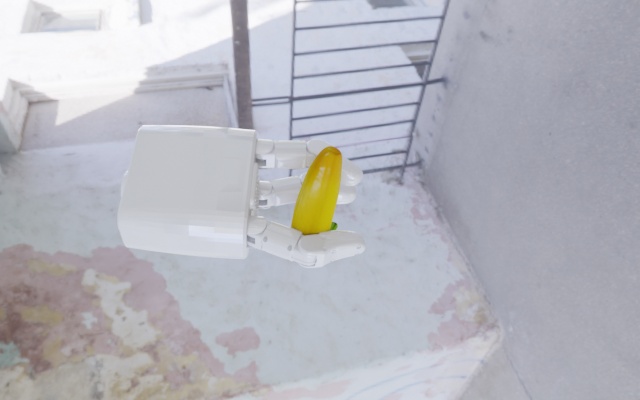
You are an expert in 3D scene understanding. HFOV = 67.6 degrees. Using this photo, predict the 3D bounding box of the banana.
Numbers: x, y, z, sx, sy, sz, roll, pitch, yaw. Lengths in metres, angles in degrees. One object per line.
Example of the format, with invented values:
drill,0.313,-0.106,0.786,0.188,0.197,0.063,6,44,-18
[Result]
banana,-0.006,0.019,0.449,0.037,0.069,0.198,17,-20,5
